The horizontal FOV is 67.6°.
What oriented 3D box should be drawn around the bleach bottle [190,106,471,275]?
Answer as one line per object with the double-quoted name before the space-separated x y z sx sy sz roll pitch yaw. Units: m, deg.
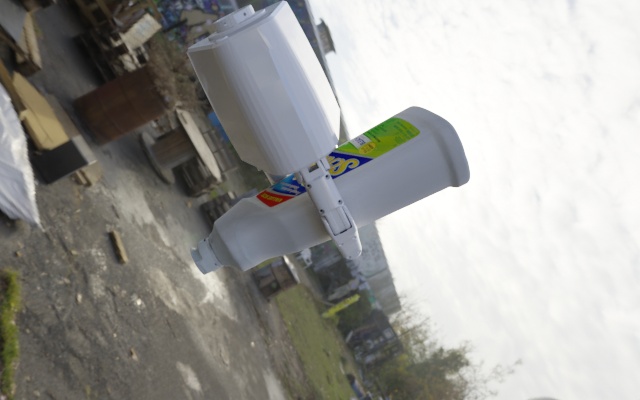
"bleach bottle" 0.000 0.001 0.437 0.251 0.068 0.102 -28 26 -2
